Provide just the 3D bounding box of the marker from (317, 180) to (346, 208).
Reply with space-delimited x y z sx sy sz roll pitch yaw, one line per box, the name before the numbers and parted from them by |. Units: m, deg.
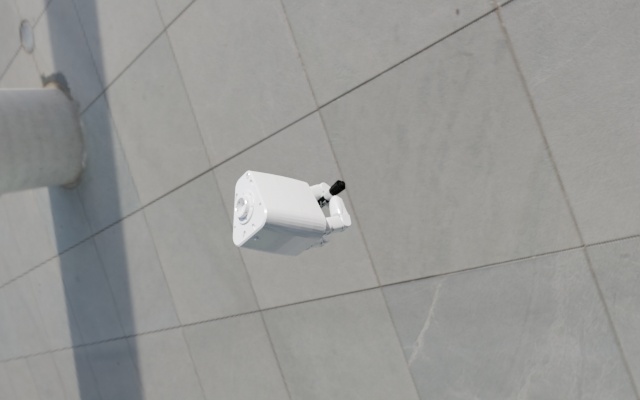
marker | 0.000 0.003 0.794 0.020 0.020 0.121 0 -30 -43
